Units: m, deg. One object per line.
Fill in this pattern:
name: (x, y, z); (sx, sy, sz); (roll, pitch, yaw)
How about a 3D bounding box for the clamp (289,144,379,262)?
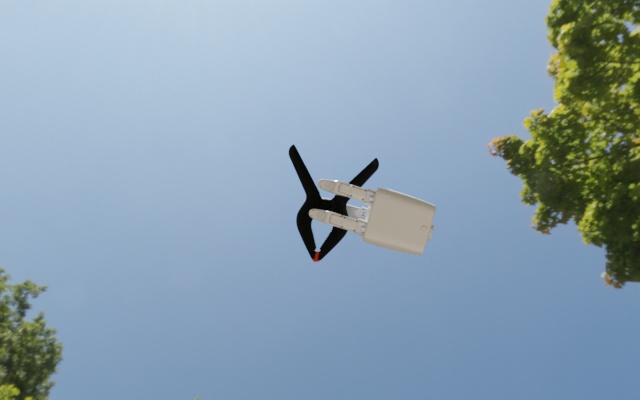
clamp: (0.000, 0.003, 0.858); (0.164, 0.210, 0.036); (16, -5, 4)
